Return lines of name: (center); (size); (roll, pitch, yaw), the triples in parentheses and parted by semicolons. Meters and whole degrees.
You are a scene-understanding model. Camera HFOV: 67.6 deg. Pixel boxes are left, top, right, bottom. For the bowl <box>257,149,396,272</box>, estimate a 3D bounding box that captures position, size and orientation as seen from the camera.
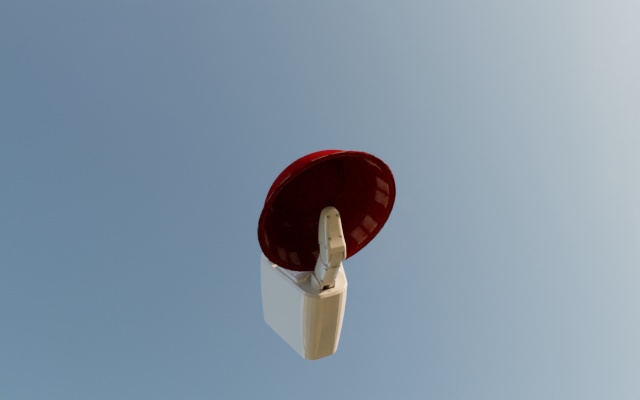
bowl: (0.000, 0.000, 0.526); (0.162, 0.162, 0.055); (0, 37, -30)
